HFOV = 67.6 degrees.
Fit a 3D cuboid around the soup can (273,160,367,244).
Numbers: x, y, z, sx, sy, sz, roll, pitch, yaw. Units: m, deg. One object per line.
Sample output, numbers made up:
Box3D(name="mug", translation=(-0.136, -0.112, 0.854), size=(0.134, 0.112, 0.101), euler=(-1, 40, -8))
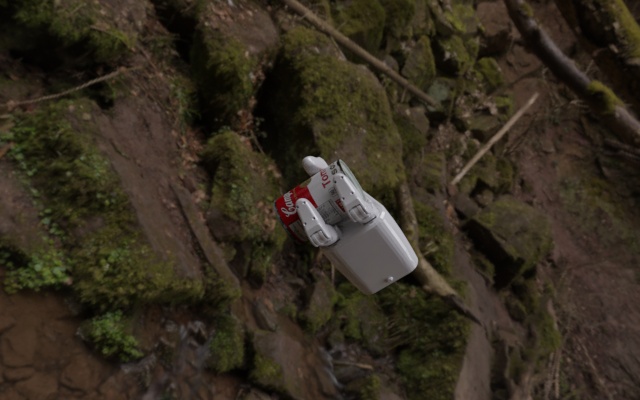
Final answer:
Box3D(name="soup can", translation=(0.000, 0.001, 0.613), size=(0.102, 0.068, 0.068), euler=(-33, -8, 12))
